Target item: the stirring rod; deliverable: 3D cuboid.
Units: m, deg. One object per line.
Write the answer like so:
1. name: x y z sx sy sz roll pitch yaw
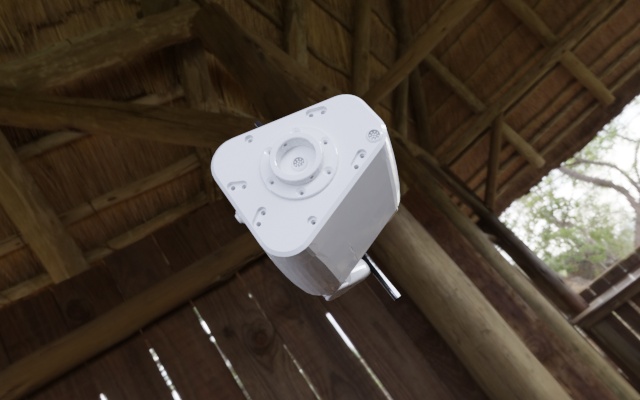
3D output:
1. stirring rod: 0.000 0.002 0.473 0.011 0.239 0.011 -31 -25 -16
